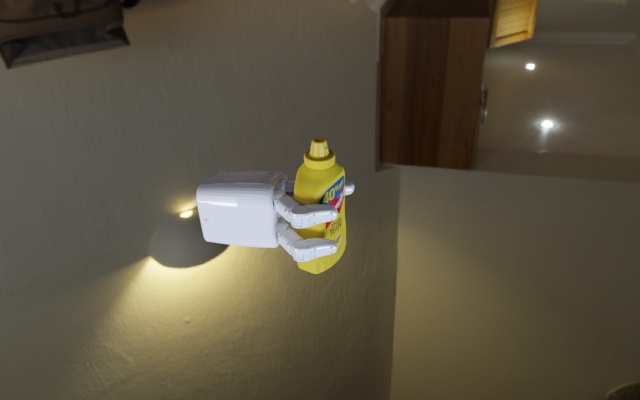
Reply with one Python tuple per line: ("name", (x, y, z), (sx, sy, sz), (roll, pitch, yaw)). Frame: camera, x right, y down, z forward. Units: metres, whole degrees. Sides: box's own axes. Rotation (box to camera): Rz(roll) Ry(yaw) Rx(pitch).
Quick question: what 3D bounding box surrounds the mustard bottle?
("mustard bottle", (0.000, 0.002, 0.668), (0.058, 0.192, 0.096), (17, 38, 27))
